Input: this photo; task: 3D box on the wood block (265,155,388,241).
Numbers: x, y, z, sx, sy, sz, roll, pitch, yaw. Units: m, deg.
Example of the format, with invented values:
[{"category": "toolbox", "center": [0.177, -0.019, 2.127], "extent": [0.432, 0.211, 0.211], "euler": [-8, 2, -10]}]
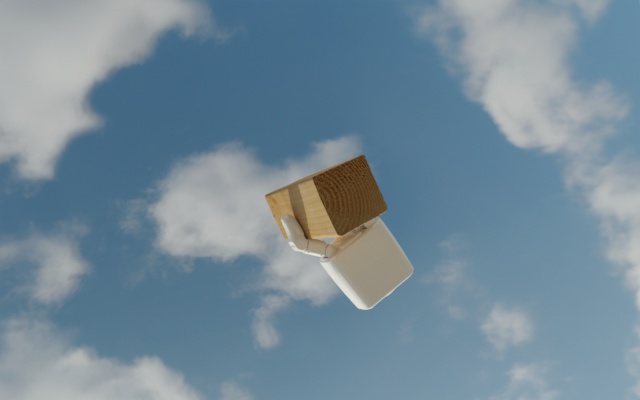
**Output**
[{"category": "wood block", "center": [0.000, 0.003, 0.742], "extent": [0.091, 0.090, 0.206], "euler": [-27, 5, -25]}]
